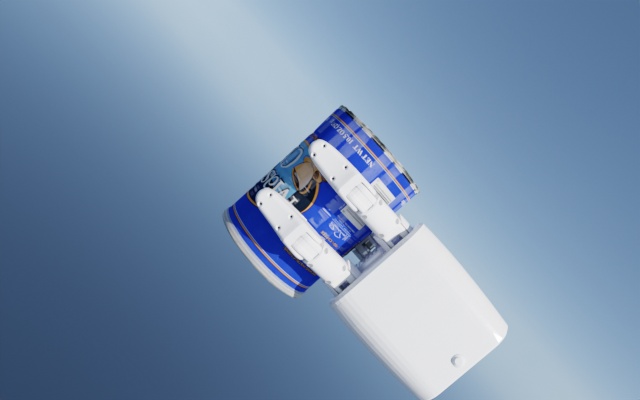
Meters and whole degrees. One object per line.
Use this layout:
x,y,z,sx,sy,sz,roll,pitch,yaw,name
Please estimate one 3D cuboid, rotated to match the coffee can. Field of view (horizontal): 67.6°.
0.000,0.001,0.422,0.140,0.103,0.103,-42,-4,4,coffee can
